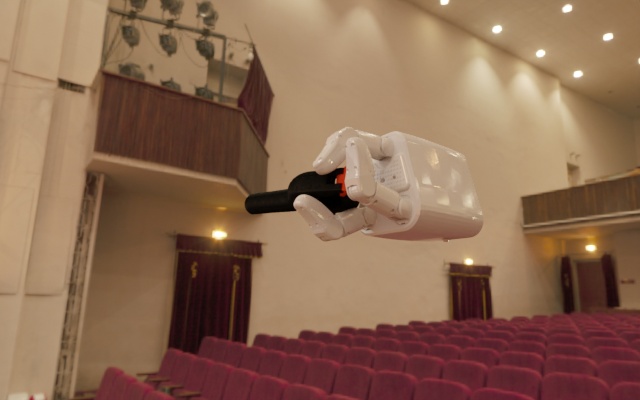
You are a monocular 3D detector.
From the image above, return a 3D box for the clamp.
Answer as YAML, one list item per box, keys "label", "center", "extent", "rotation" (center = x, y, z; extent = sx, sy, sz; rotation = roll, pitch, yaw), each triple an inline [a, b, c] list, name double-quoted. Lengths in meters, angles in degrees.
- label: "clamp"
  center: [0.000, 0.001, 0.547]
  extent: [0.120, 0.039, 0.171]
  rotation: [10, -15, -33]
